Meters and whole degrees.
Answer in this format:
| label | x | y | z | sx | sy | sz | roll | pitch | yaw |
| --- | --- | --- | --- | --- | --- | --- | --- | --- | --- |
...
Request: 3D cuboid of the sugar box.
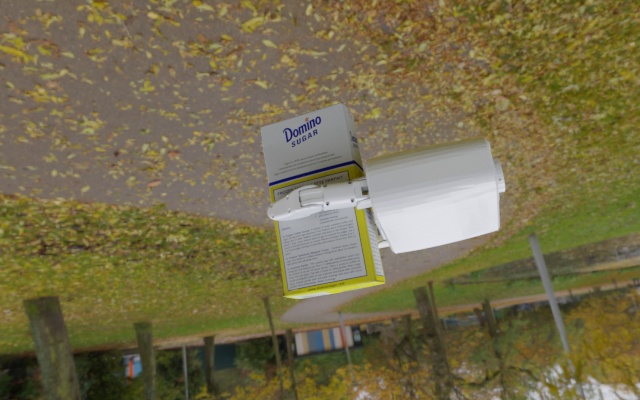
| label | x | y | z | sx | sy | sz | roll | pitch | yaw |
| --- | --- | --- | --- | --- | --- | --- | --- | --- | --- |
| sugar box | 0.000 | 0.002 | 0.470 | 0.093 | 0.176 | 0.048 | -13 | -17 | 17 |
